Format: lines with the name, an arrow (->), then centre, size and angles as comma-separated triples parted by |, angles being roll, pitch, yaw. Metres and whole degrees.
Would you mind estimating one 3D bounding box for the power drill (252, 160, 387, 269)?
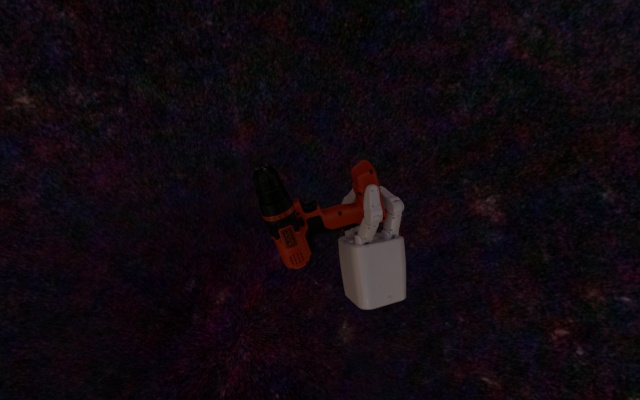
power drill -> 0.001, 0.003, 0.756 | 0.187, 0.184, 0.057 | -20, 27, -4
